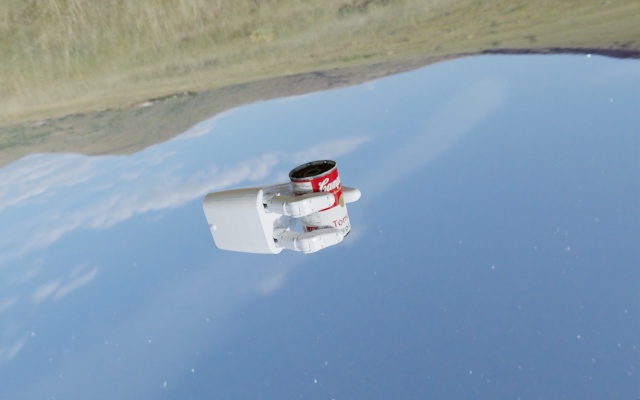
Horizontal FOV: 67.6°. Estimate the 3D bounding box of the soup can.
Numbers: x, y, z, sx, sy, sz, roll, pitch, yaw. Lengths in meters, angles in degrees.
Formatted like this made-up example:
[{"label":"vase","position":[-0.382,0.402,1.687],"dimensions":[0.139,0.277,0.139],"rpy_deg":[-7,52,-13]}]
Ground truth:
[{"label":"soup can","position":[0.001,0.002,0.672],"dimensions":[0.068,0.102,0.068],"rpy_deg":[-12,21,5]}]
